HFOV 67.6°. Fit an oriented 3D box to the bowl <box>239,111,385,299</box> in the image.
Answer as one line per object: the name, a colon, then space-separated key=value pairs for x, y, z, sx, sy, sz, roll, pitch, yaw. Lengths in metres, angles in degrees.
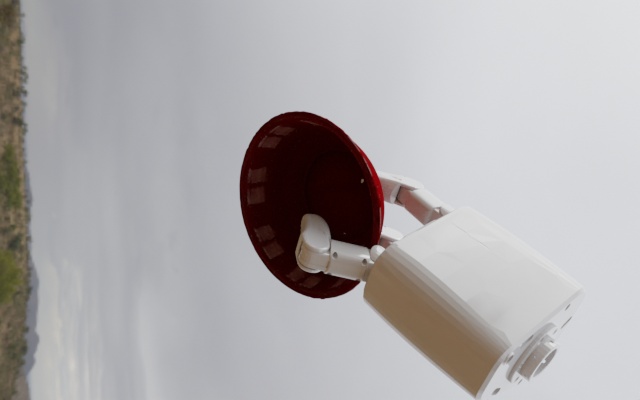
bowl: x=0.000 y=0.000 z=0.425 sx=0.162 sy=0.162 sz=0.055 roll=0 pitch=11 yaw=41
